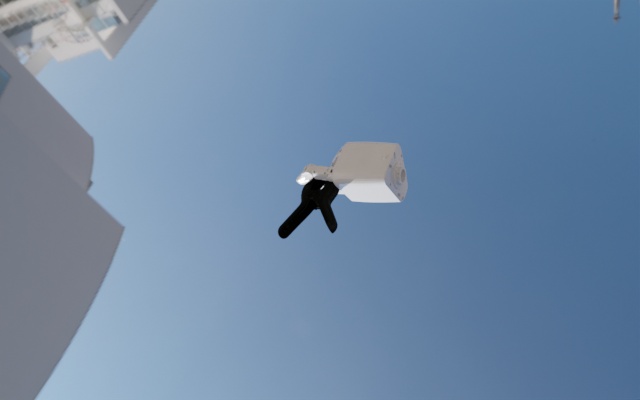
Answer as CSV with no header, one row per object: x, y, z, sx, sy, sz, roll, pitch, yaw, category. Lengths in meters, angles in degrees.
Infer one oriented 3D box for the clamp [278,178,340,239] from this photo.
0.000,0.003,0.893,0.120,0.171,0.039,3,-38,31,clamp
